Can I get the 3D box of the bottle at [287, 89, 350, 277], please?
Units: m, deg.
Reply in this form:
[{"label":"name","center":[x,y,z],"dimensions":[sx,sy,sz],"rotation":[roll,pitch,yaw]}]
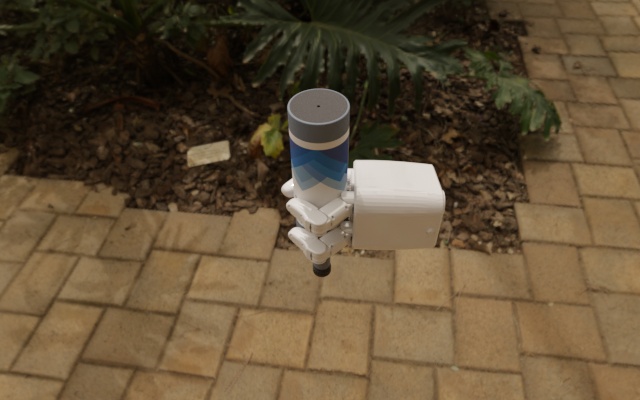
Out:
[{"label":"bottle","center":[0.000,0.002,0.610],"dimensions":[0.069,0.069,0.296],"rotation":[0,-44,1]}]
